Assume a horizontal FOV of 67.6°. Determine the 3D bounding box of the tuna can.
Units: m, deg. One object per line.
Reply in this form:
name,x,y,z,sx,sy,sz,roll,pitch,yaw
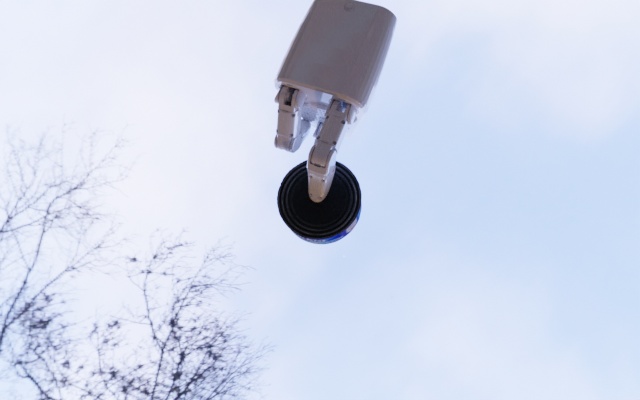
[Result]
tuna can,0.000,0.002,0.494,0.086,0.086,0.034,0,-16,7
